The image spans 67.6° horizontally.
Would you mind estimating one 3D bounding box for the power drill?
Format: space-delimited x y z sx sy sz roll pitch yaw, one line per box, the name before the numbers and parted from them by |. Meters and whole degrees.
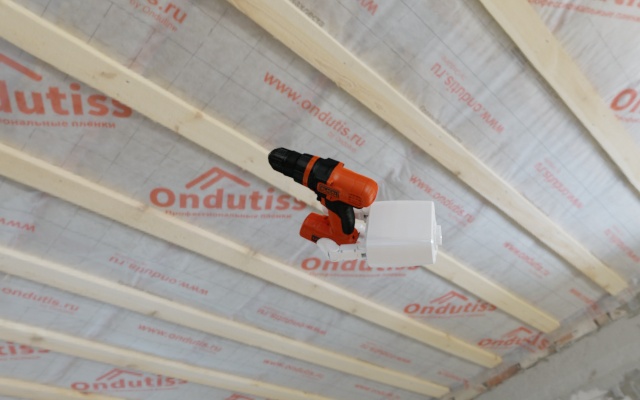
power drill | 0.000 0.003 0.795 0.184 0.057 0.188 23 -33 17
